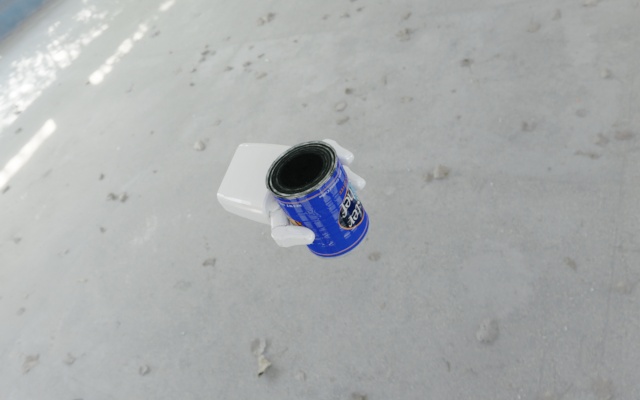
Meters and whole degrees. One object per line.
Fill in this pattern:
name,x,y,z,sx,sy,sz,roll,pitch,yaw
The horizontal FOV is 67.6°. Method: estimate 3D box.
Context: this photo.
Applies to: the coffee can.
coffee can,0.000,0.002,0.666,0.103,0.102,0.140,0,-40,29
